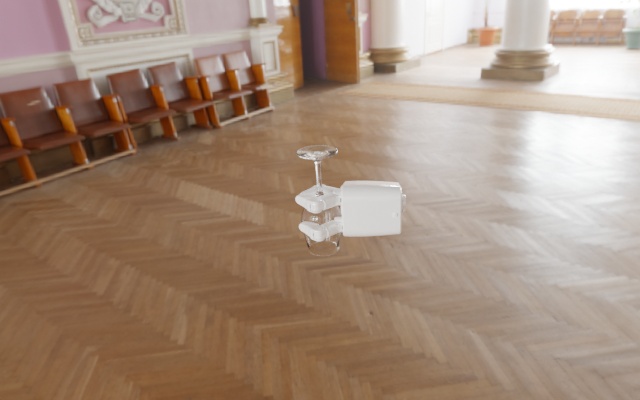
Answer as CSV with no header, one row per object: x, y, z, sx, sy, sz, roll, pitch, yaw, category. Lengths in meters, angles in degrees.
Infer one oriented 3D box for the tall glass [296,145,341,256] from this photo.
0.000,0.002,0.895,0.079,0.201,0.079,-3,24,1,tall glass
